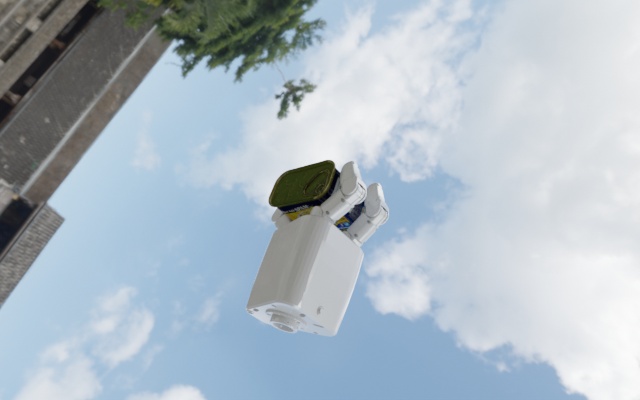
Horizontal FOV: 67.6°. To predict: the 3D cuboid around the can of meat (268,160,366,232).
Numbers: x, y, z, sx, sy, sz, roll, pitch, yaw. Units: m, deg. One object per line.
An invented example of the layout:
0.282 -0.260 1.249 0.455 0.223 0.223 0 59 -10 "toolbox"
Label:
0.000 0.002 0.605 0.102 0.057 0.084 -12 -42 41 "can of meat"
